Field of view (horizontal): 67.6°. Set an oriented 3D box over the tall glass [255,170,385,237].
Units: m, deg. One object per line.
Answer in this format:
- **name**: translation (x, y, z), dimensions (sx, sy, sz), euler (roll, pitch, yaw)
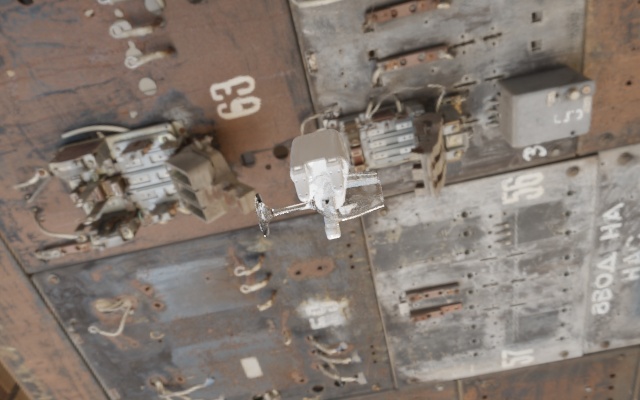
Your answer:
- **tall glass**: translation (-0.001, 0.003, 0.778), dimensions (0.201, 0.079, 0.079), euler (-12, -1, 5)
